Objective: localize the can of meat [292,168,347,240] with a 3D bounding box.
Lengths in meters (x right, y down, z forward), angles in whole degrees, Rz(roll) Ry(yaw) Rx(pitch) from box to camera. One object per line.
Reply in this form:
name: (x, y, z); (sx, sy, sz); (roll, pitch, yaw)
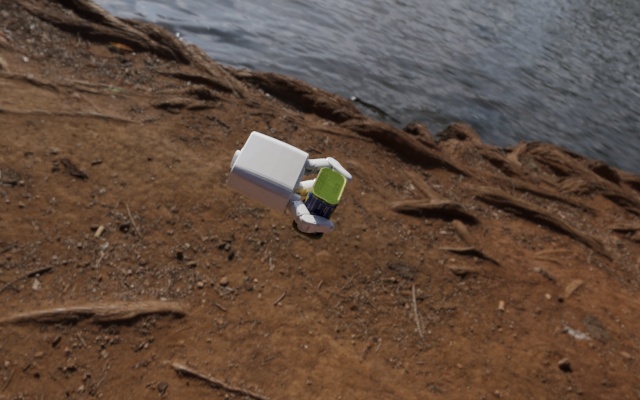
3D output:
can of meat: (0.000, 0.003, 0.819); (0.057, 0.084, 0.102); (26, 36, -2)
